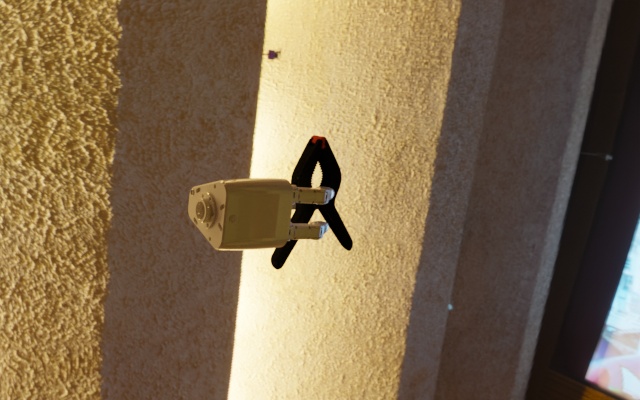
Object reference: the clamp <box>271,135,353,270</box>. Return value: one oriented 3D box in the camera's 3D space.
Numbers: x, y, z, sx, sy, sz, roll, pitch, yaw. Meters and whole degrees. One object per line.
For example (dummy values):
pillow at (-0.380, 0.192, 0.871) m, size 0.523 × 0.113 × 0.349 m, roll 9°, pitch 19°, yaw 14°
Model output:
clamp at (-0.001, 0.002, 0.769) m, size 0.164 × 0.210 × 0.036 m, roll -1°, pitch 13°, yaw -42°
